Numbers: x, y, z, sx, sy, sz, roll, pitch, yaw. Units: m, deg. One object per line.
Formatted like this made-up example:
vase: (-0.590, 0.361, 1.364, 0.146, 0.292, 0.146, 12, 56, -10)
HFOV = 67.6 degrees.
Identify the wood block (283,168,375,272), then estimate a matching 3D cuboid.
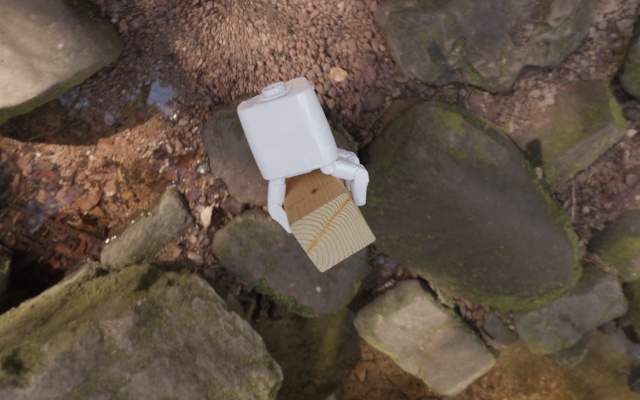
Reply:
wood block: (0.000, 0.002, 0.726, 0.091, 0.090, 0.206, -31, 26, 5)
